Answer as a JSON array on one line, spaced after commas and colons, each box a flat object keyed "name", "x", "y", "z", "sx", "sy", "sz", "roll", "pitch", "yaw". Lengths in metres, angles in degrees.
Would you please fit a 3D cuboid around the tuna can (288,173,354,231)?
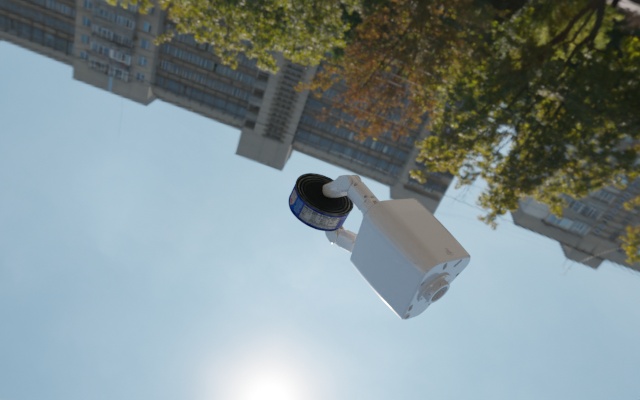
[{"name": "tuna can", "x": 0.000, "y": 0.003, "z": 0.654, "sx": 0.086, "sy": 0.034, "sz": 0.086, "roll": 19, "pitch": 34, "yaw": -13}]
